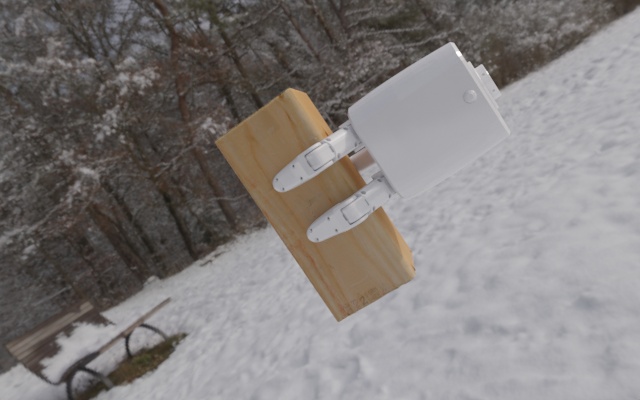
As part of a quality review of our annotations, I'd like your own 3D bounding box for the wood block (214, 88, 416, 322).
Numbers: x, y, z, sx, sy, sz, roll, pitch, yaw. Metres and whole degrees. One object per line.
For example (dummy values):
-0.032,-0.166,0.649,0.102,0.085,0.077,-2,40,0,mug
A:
0.000,0.001,0.480,0.090,0.206,0.091,-33,3,12,wood block
